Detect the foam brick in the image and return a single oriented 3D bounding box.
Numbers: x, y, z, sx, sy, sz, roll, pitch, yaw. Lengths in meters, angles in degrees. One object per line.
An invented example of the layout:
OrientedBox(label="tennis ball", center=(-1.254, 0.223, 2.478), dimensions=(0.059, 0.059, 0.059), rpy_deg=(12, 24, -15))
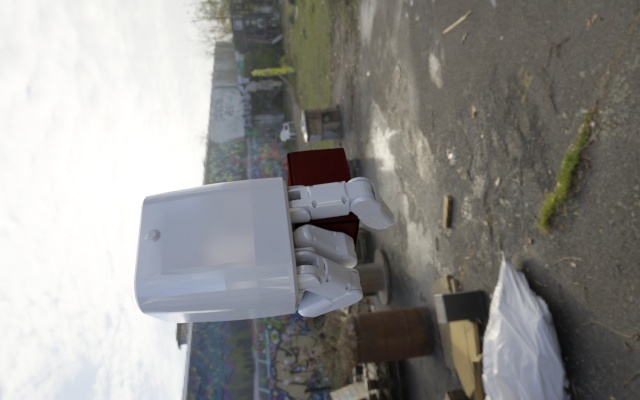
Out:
OrientedBox(label="foam brick", center=(0.000, 0.001, 0.407), dimensions=(0.051, 0.078, 0.053), rpy_deg=(-6, -35, -5))
